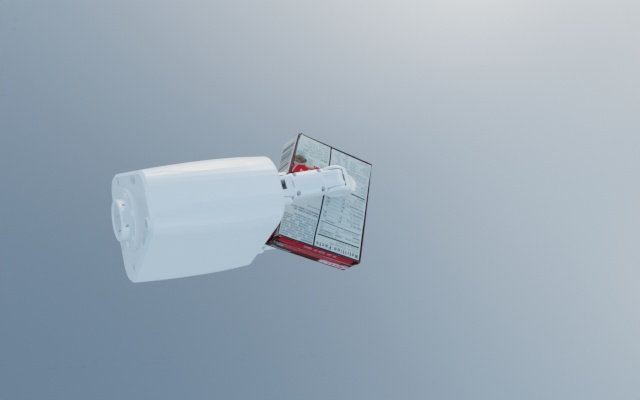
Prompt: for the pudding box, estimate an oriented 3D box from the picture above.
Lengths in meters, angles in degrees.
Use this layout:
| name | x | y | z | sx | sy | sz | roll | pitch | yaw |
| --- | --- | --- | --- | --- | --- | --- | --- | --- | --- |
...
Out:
| name | x | y | z | sx | sy | sz | roll | pitch | yaw |
| --- | --- | --- | --- | --- | --- | --- | --- | --- | --- |
| pudding box | 0.000 | 0.001 | 0.465 | 0.090 | 0.113 | 0.039 | 22 | -26 | -23 |
